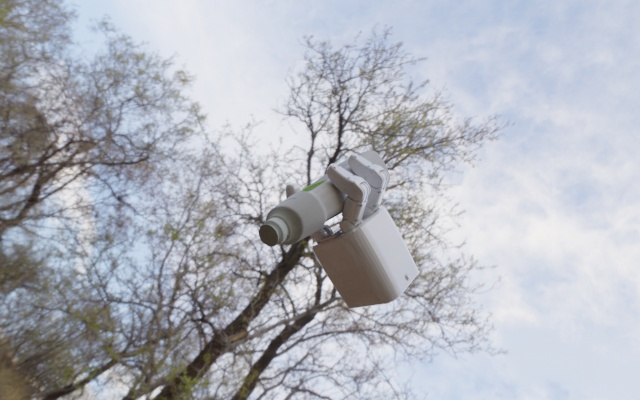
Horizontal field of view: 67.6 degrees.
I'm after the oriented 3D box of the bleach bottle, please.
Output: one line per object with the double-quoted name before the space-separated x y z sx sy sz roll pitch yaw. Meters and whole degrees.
"bleach bottle" 0.000 0.002 0.647 0.102 0.068 0.250 -29 2 38
